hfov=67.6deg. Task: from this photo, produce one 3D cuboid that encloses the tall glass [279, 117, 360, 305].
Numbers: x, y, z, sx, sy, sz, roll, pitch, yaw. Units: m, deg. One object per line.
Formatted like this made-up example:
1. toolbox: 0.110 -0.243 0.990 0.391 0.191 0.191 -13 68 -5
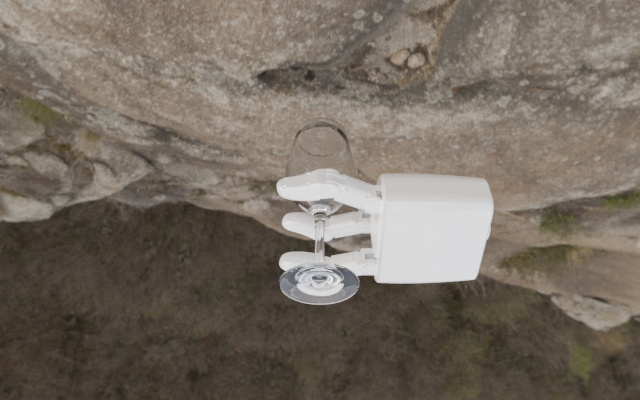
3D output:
1. tall glass: 0.000 0.002 0.501 0.079 0.200 0.079 0 -40 0
